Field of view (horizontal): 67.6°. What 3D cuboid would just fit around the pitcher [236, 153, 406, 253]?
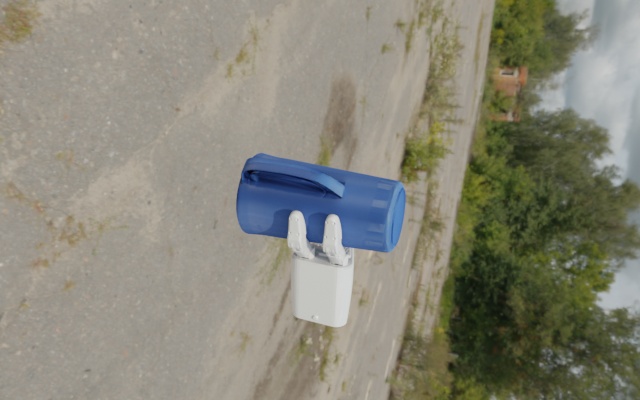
[{"bbox_3d":[0.000,0.003,0.731,0.243,0.145,0.149,9,19,18],"label":"pitcher"}]
